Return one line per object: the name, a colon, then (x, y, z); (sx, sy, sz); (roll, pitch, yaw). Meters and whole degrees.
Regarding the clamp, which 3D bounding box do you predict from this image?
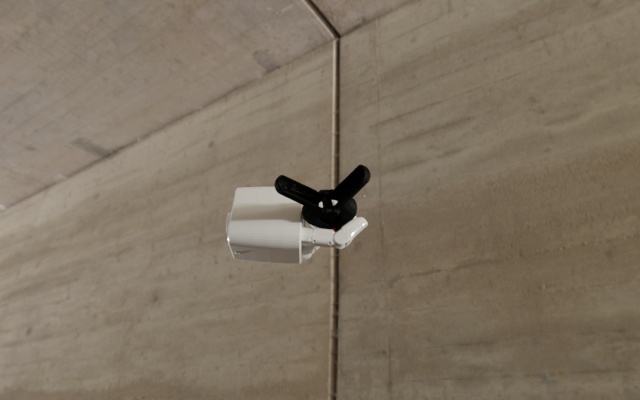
clamp: (0.000, 0.002, 0.659); (0.120, 0.039, 0.172); (2, -28, -1)
